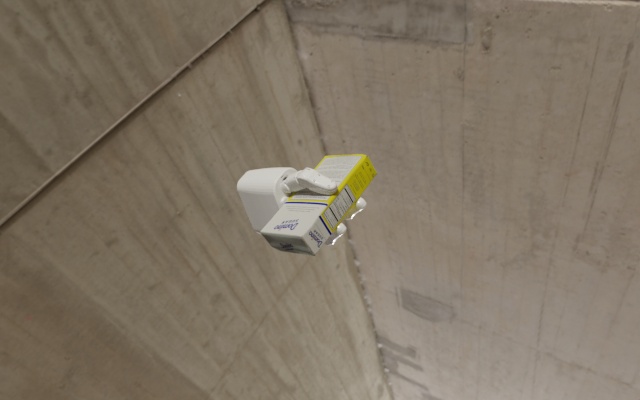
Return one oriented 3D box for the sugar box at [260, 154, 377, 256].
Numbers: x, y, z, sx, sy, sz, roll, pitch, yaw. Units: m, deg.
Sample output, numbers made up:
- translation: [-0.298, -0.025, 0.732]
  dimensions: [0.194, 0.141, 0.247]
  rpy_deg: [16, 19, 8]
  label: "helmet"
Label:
- translation: [0.000, 0.003, 0.707]
  dimensions: [0.093, 0.048, 0.176]
  rpy_deg: [3, 46, 46]
  label: "sugar box"
